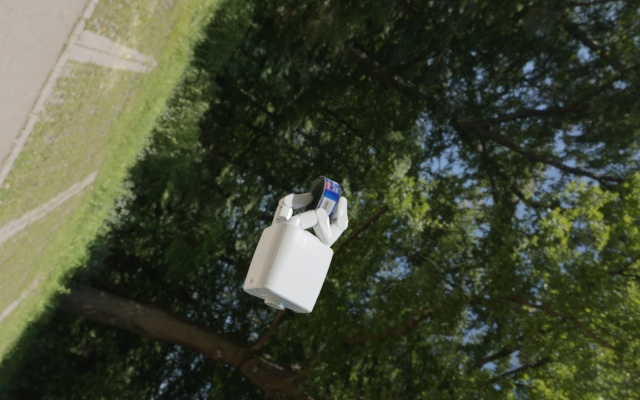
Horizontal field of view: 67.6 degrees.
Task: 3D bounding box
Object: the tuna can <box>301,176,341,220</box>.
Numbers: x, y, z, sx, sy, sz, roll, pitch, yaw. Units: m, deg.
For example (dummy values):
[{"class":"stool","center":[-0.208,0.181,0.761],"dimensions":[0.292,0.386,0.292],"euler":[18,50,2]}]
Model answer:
[{"class":"tuna can","center":[0.001,0.003,0.828],"dimensions":[0.034,0.086,0.086],"euler":[24,-8,-18]}]
